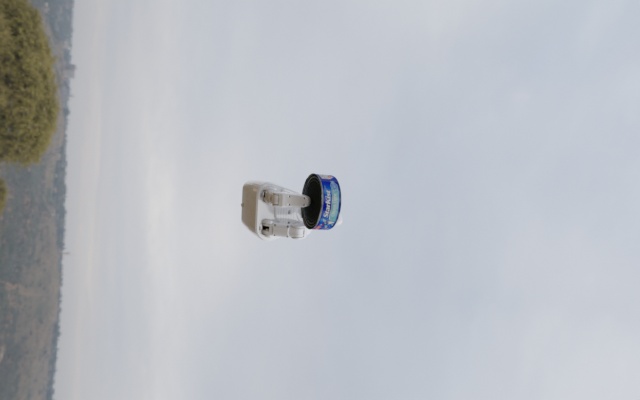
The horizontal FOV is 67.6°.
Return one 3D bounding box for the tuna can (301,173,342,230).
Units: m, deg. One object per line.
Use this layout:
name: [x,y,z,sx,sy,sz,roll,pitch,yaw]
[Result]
tuna can: [0.001,0.002,0.728,0.034,0.086,0.086,4,-2,-22]
